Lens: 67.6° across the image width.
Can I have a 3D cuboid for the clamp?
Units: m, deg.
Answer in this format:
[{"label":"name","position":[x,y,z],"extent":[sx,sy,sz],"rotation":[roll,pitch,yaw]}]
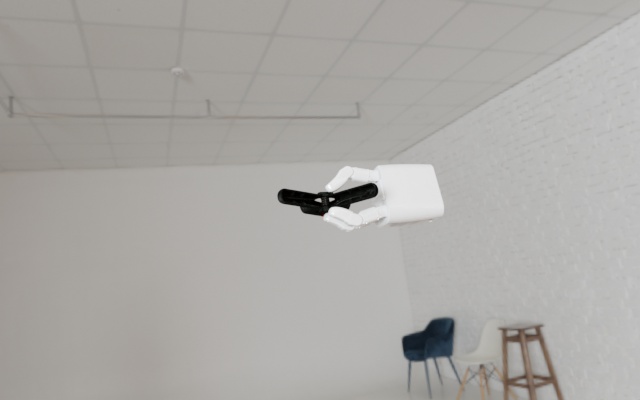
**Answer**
[{"label":"clamp","position":[0.000,0.002,0.859],"extent":[0.164,0.036,0.210],"rotation":[-2,-10,-9]}]
